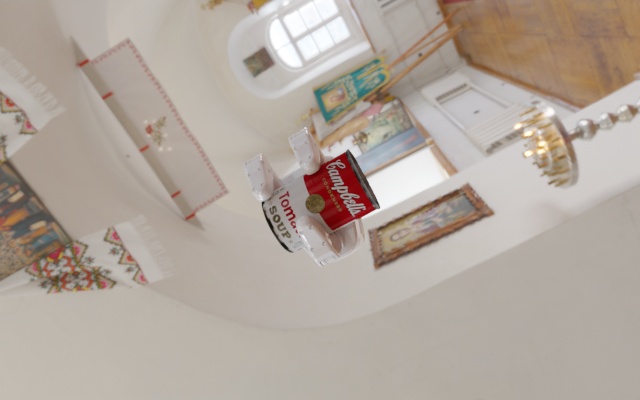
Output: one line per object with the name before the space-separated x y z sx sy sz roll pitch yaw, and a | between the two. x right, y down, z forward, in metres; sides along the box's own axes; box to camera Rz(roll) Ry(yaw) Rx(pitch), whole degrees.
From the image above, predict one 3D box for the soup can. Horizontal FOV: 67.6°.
soup can | 0.000 0.002 0.485 0.102 0.068 0.068 -28 -5 10
